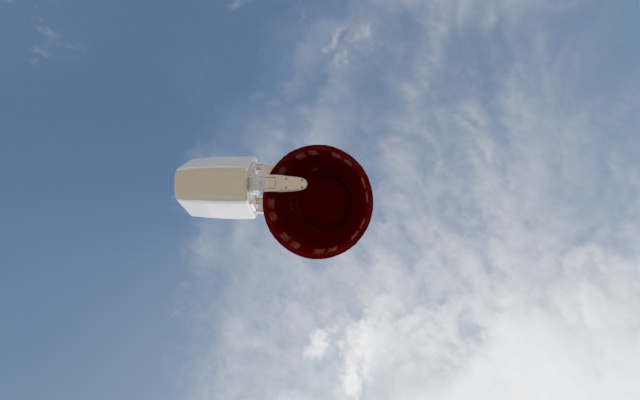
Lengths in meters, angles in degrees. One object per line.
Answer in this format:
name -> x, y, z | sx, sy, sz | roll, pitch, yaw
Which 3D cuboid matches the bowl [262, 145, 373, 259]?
bowl -> 0.001, 0.003, 0.695 | 0.162, 0.162, 0.055 | 0, -1, 14
